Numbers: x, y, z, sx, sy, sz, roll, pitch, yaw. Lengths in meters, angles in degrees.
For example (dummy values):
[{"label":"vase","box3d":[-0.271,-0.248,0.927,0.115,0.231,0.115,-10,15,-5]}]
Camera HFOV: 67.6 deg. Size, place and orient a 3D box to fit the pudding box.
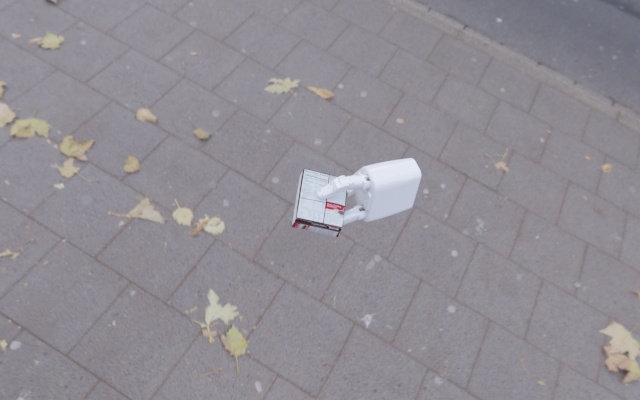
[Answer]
[{"label":"pudding box","box3d":[0.000,0.003,0.879,0.090,0.113,0.039,12,-33,-7]}]
